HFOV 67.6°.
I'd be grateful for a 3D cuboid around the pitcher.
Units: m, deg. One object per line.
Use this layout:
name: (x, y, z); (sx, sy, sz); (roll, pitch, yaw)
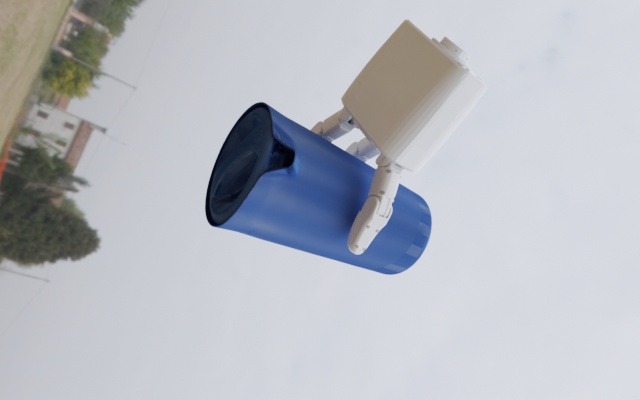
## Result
pitcher: (0.000, 0.002, 0.541); (0.243, 0.145, 0.149); (24, 27, -30)
